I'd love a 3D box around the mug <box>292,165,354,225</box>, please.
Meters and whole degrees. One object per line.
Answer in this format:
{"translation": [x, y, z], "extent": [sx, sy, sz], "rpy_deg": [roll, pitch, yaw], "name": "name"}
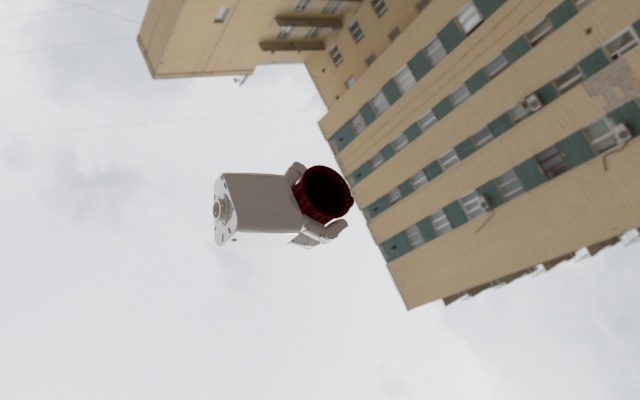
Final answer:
{"translation": [0.001, 0.003, 0.782], "extent": [0.117, 0.093, 0.081], "rpy_deg": [4, -27, -34], "name": "mug"}
